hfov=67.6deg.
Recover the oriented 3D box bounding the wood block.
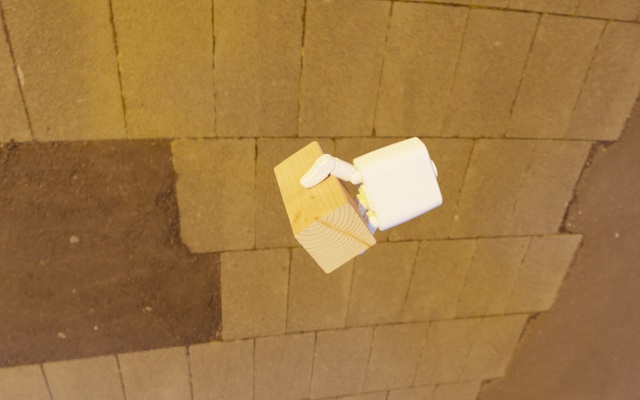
[{"bbox_3d":[0.000,0.002,0.752,0.090,0.091,0.206,-33,33,6],"label":"wood block"}]
